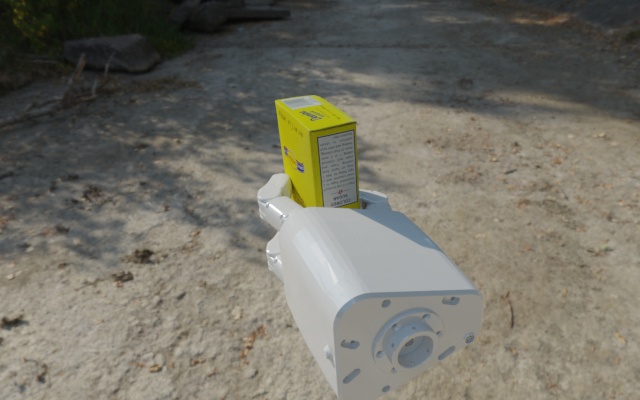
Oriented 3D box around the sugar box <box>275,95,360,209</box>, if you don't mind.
[{"bbox_3d":[0.000,0.002,0.435,0.048,0.176,0.093,-12,29,-17],"label":"sugar box"}]
